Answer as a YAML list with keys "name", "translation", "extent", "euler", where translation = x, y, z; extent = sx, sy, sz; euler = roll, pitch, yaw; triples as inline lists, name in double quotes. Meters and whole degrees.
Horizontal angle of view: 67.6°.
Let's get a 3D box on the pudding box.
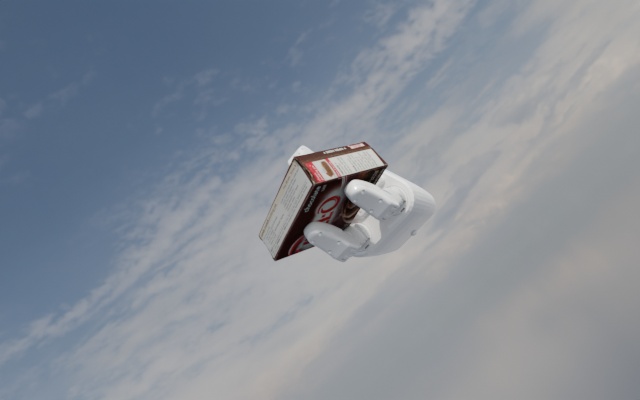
- name: "pudding box"
  translation: [0.000, 0.001, 0.450]
  extent: [0.090, 0.039, 0.114]
  euler: [-18, -33, -38]
